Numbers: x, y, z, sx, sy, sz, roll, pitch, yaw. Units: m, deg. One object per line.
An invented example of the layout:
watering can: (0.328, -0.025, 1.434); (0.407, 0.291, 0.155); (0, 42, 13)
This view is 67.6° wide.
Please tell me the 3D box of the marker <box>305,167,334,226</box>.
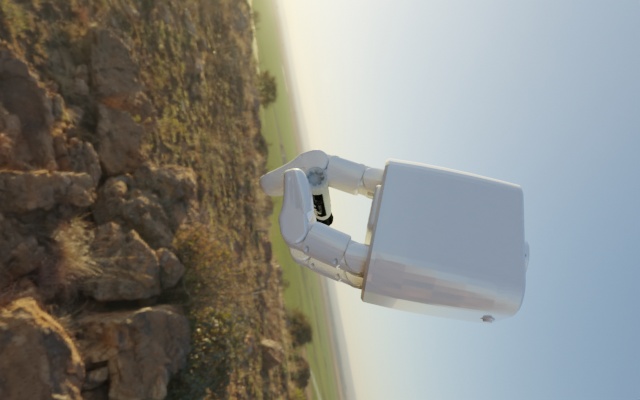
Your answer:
marker: (0.000, 0.001, 0.424); (0.020, 0.020, 0.121); (0, -18, 4)
